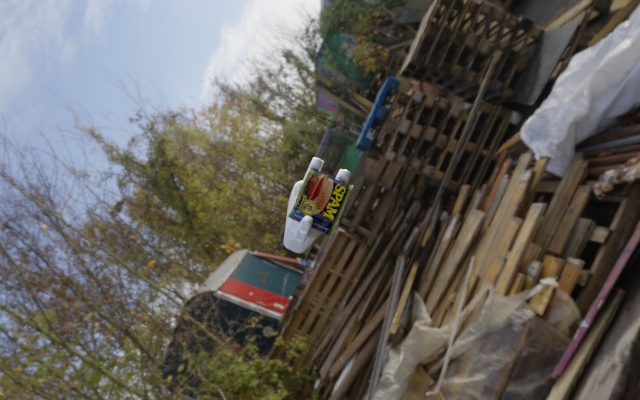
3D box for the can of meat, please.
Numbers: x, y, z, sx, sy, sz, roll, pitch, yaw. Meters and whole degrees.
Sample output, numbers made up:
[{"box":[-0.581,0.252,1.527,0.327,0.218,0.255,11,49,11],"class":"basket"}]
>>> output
[{"box":[0.000,0.003,0.852,0.084,0.102,0.057,25,-24,-1],"class":"can of meat"}]
